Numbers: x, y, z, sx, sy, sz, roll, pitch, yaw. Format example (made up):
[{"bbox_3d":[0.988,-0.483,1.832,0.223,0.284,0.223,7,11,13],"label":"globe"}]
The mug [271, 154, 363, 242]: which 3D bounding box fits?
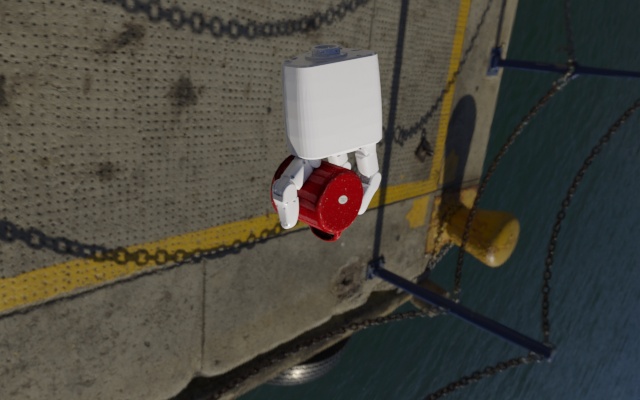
[{"bbox_3d":[0.000,0.003,0.604,0.093,0.117,0.081,-30,35,-35],"label":"mug"}]
